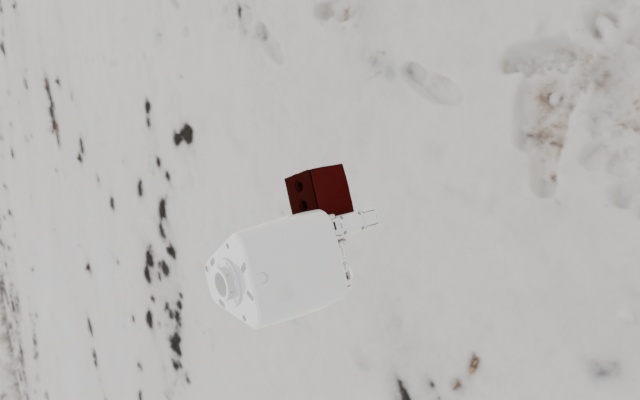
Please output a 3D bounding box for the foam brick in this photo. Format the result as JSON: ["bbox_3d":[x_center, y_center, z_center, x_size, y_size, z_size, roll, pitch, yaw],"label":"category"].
[{"bbox_3d":[0.000,0.002,0.550,0.051,0.078,0.053,-12,-2,-36],"label":"foam brick"}]
